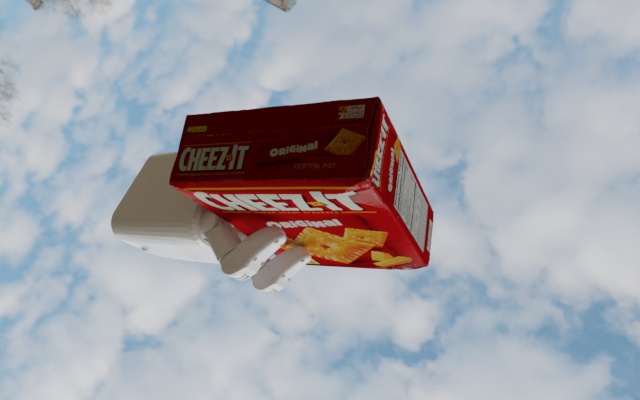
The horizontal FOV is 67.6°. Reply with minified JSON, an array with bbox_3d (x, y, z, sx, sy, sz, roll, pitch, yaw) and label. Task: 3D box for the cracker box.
[{"bbox_3d":[0.000,0.001,0.428,0.164,0.072,0.214,-1,-23,23],"label":"cracker box"}]
